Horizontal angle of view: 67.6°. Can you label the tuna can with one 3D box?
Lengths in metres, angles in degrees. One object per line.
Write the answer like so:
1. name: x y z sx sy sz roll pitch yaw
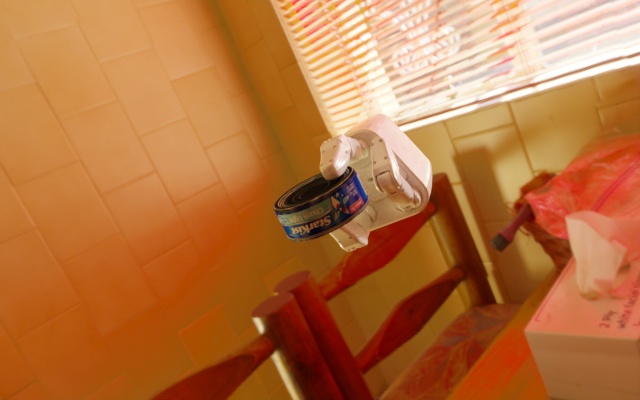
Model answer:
1. tuna can: 0.000 0.001 0.446 0.086 0.034 0.086 -25 16 8
